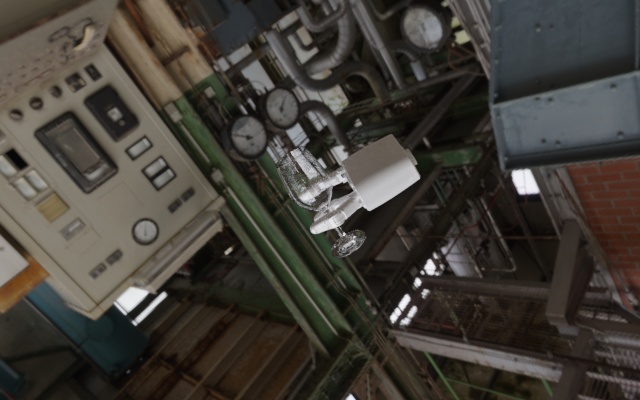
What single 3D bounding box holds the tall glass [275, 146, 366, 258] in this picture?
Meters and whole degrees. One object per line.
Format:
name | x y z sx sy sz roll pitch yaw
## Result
tall glass | 0.000 0.003 0.845 0.079 0.201 0.079 -29 22 13
